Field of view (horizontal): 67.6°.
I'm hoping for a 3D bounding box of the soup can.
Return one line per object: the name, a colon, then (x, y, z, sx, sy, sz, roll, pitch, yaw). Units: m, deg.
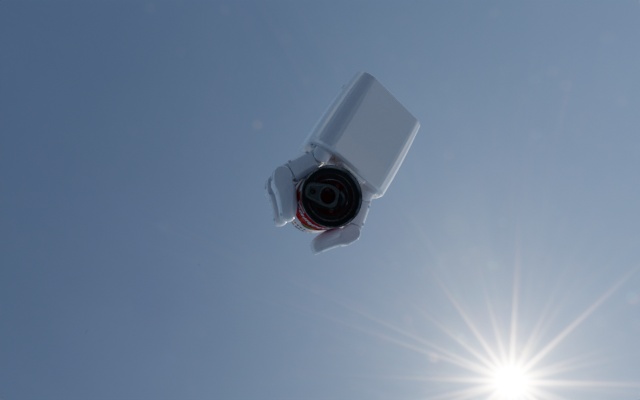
soup can: (0.000, 0.002, 0.553, 0.068, 0.068, 0.102, 0, -7, -14)
